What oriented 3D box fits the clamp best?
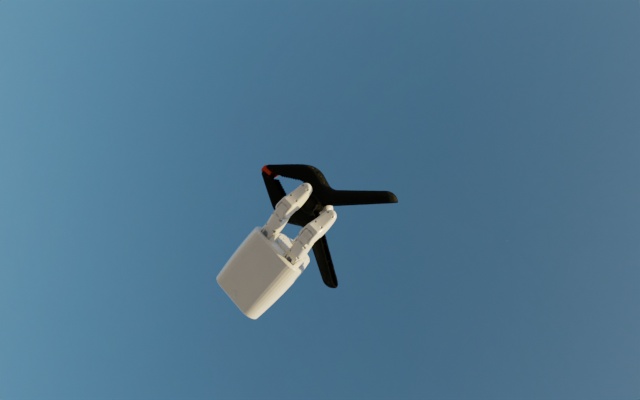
[{"bbox_3d":[0.000,0.002,0.716,0.210,0.164,0.036,44,8,19],"label":"clamp"}]
